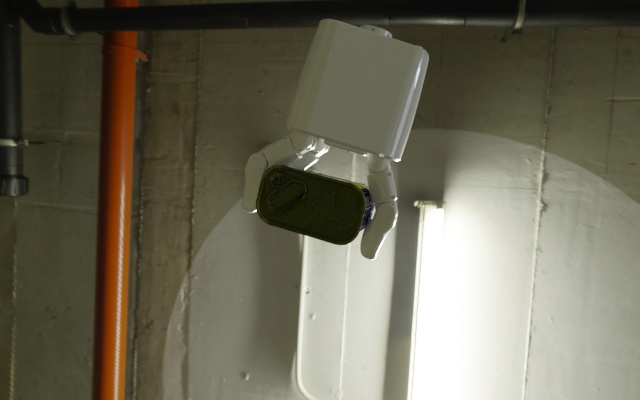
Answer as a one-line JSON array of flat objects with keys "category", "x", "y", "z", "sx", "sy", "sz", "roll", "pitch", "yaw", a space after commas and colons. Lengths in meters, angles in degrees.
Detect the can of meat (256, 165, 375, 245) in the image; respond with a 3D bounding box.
[{"category": "can of meat", "x": 0.000, "y": 0.002, "z": 0.473, "sx": 0.102, "sy": 0.057, "sz": 0.084, "roll": 15, "pitch": 7, "yaw": 13}]
